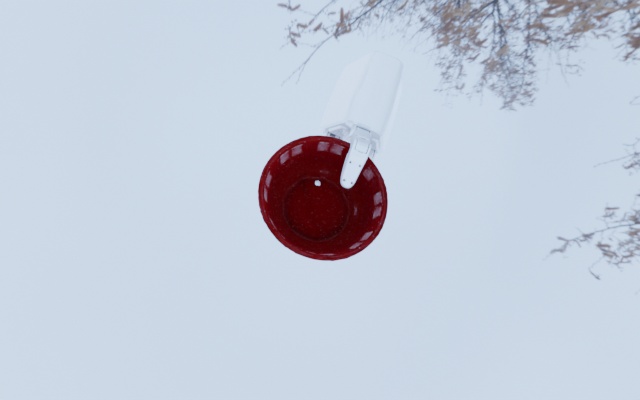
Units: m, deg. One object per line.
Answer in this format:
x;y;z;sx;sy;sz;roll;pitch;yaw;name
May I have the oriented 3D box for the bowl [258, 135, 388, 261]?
-0.001;0.003;0.602;0.162;0.162;0.055;0;-19;-13;bowl
